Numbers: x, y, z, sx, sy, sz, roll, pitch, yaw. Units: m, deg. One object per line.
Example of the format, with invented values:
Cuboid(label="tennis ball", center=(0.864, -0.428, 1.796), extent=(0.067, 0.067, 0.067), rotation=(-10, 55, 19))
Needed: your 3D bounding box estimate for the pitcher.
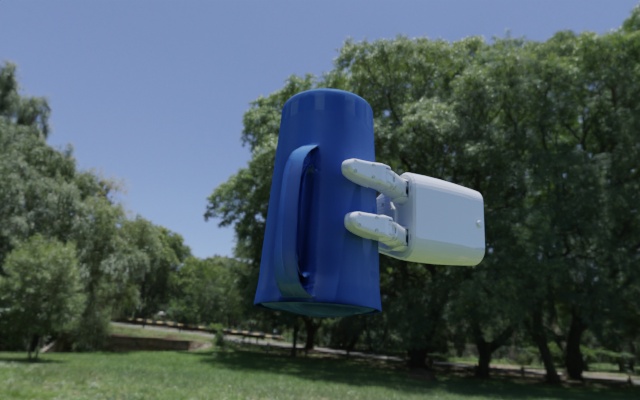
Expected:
Cuboid(label="pitcher", center=(0.000, 0.002, 0.523), extent=(0.145, 0.242, 0.149), rotation=(11, -19, -25))
